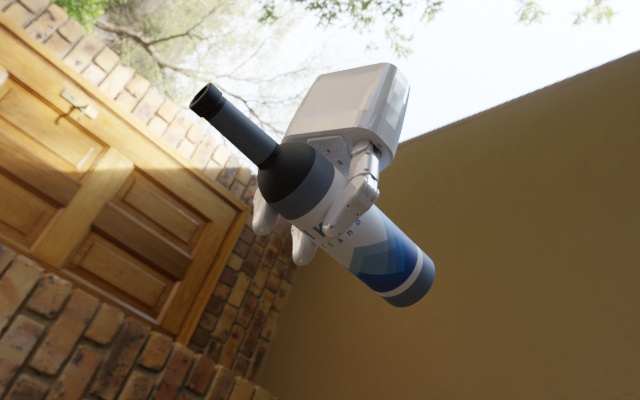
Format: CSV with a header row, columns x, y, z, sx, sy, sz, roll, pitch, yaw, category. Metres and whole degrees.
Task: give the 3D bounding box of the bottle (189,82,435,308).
x,y,z,sx,sy,sz,roll,pitch,yaw,category
0.000,0.002,0.451,0.296,0.069,0.069,42,-23,-29,bottle
